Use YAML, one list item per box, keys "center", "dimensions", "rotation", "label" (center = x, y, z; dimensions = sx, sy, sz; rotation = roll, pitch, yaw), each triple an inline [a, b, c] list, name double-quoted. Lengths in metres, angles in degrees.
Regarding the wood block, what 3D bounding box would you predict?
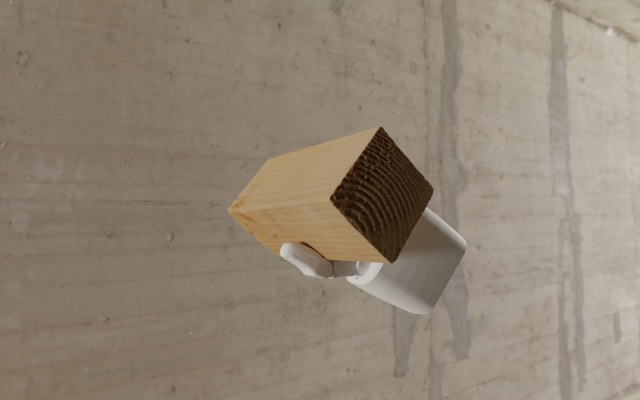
- center: [0.000, 0.002, 0.500]
  dimensions: [0.090, 0.090, 0.206]
  rotation: [45, -27, -23]
  label: "wood block"
